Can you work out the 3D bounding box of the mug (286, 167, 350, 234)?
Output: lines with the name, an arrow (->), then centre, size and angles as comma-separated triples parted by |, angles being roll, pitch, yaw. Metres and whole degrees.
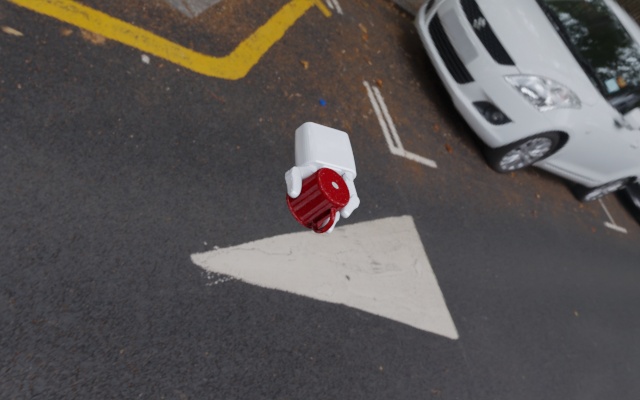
mug -> 0.000, 0.004, 0.856 | 0.093, 0.117, 0.081 | 23, -45, -37
